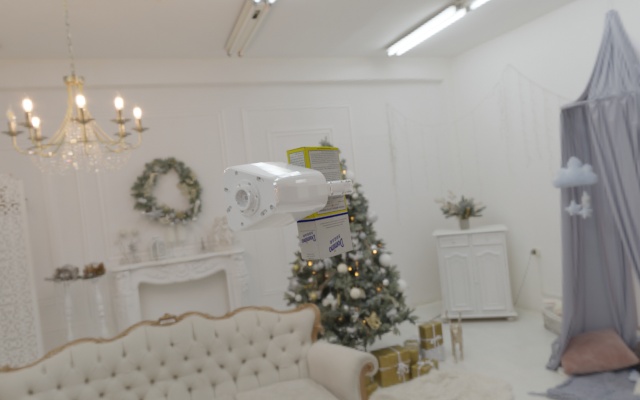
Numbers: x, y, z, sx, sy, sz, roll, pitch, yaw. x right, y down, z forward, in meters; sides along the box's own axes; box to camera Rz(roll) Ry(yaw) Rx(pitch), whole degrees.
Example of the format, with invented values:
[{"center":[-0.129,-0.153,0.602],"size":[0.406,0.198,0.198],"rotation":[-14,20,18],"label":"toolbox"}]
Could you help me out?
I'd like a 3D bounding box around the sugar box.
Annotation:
[{"center":[0.000,0.002,0.771],"size":[0.048,0.176,0.093],"rotation":[-5,2,38],"label":"sugar box"}]
